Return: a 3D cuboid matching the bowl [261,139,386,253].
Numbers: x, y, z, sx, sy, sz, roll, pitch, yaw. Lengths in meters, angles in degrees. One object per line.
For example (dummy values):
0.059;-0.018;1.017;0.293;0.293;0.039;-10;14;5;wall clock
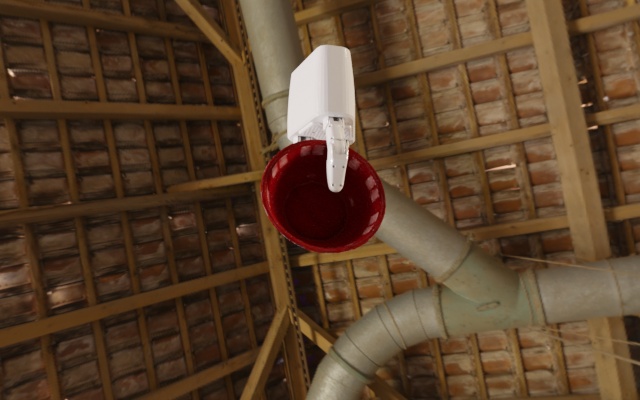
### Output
0.000;0.003;0.621;0.162;0.162;0.055;0;-27;-15;bowl
